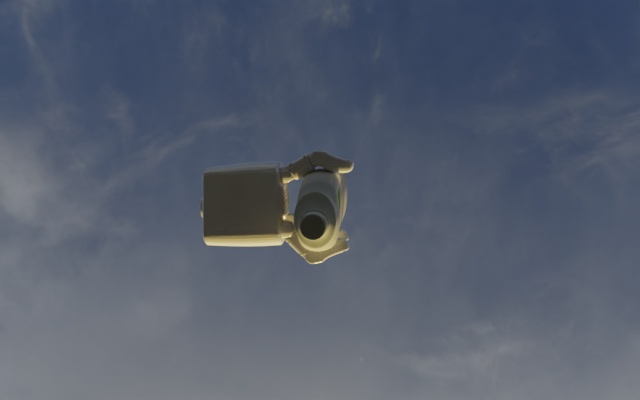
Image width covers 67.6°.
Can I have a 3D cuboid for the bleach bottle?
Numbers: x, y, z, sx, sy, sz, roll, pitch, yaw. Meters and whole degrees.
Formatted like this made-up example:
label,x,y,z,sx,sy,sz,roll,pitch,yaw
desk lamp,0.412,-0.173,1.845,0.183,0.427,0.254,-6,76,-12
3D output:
label,x,y,z,sx,sy,sz,roll,pitch,yaw
bleach bottle,0.000,0.002,0.639,0.068,0.102,0.251,-2,9,4
